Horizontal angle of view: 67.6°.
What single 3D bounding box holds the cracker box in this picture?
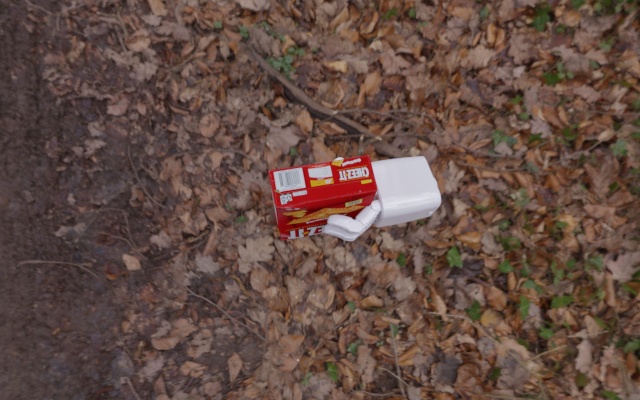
[{"bbox_3d":[0.000,0.003,0.834,0.164,0.072,0.214,-10,-18,-6],"label":"cracker box"}]
